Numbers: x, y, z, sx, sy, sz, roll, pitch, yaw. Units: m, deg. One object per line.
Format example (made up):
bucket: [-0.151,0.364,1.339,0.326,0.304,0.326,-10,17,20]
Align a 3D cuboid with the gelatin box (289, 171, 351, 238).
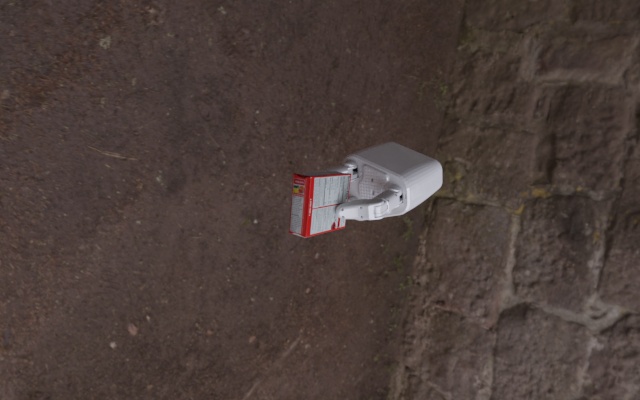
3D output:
gelatin box: [0.000,0.002,0.592,0.030,0.073,0.089,12,13,34]
